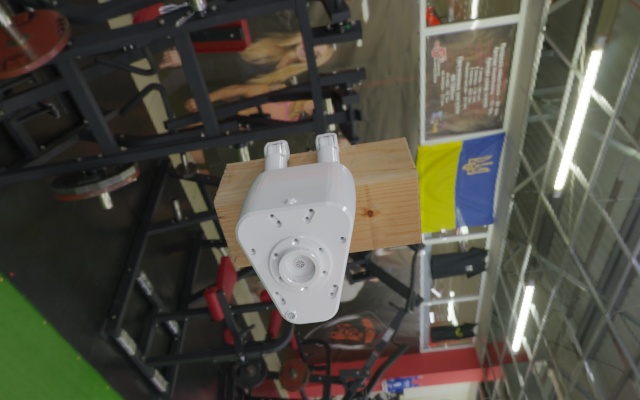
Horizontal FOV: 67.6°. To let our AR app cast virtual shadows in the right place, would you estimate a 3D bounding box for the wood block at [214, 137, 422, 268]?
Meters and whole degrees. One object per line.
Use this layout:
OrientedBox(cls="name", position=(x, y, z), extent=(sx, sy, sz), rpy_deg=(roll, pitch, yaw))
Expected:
OrientedBox(cls="wood block", position=(0.000, 0.002, 0.531), extent=(0.206, 0.091, 0.090), rpy_deg=(-8, 32, 5))
